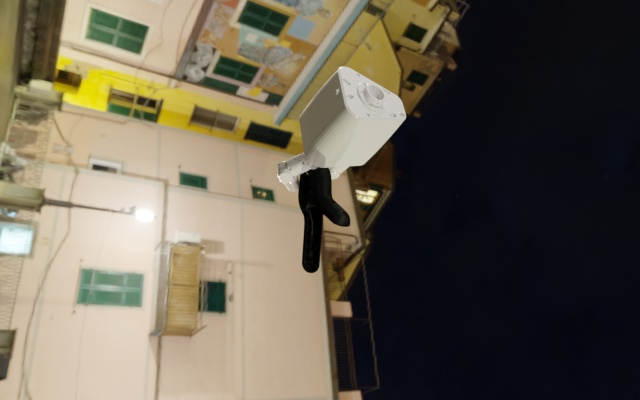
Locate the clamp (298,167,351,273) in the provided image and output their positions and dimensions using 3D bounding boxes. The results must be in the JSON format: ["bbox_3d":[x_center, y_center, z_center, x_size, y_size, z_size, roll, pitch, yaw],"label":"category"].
[{"bbox_3d":[0.001,0.002,0.668,0.039,0.171,0.120,12,-36,-30],"label":"clamp"}]
